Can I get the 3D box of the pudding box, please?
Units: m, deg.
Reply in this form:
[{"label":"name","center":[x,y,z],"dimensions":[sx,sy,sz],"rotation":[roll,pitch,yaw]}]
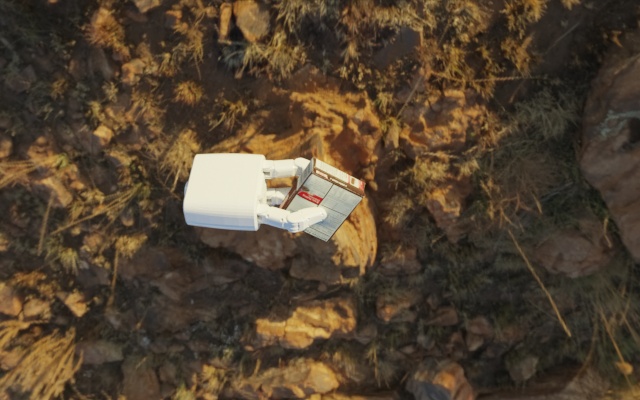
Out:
[{"label":"pudding box","center":[0.000,0.002,0.712],"dimensions":[0.090,0.039,0.113],"rotation":[25,-51,-16]}]
